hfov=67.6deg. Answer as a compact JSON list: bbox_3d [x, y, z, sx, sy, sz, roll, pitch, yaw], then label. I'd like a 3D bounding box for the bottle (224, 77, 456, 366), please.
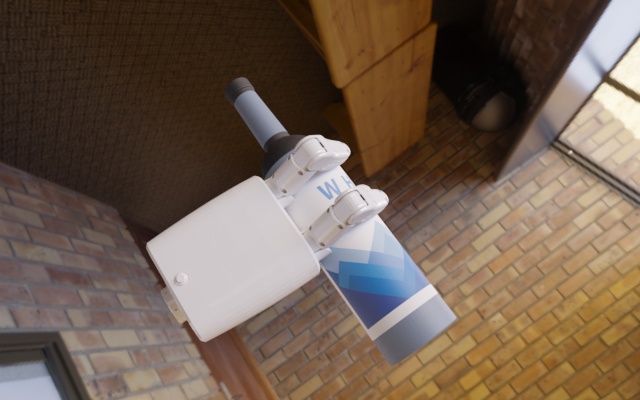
[{"bbox_3d":[0.000,0.002,0.429,0.069,0.295,0.069,-33,-17,-12],"label":"bottle"}]
